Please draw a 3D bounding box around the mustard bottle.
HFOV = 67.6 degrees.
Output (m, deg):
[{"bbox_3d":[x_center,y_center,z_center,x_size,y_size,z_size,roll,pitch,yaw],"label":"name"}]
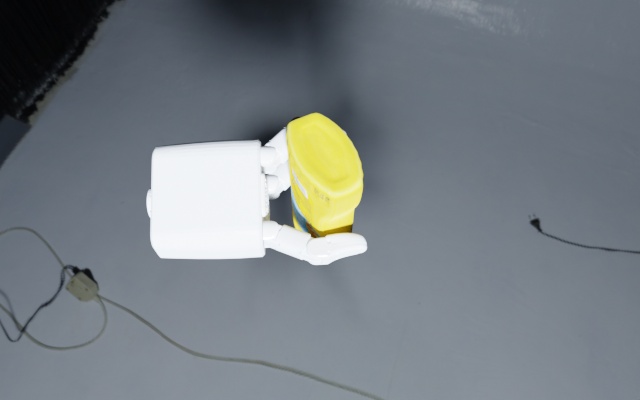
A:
[{"bbox_3d":[0.000,0.001,0.508,0.058,0.096,0.192,-25,-25,-15],"label":"mustard bottle"}]
